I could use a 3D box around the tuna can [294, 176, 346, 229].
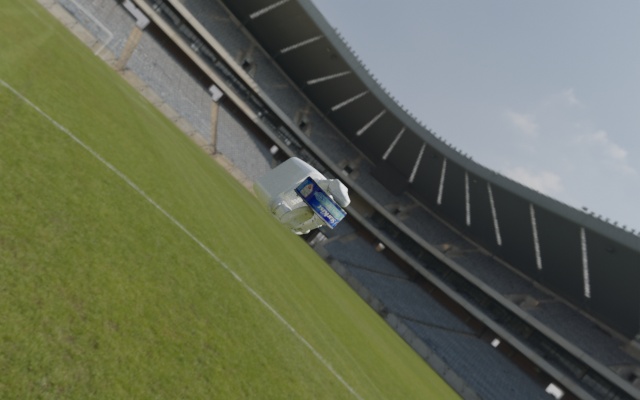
[{"bbox_3d":[0.001,0.002,0.738,0.034,0.086,0.086,-44,-1,1],"label":"tuna can"}]
